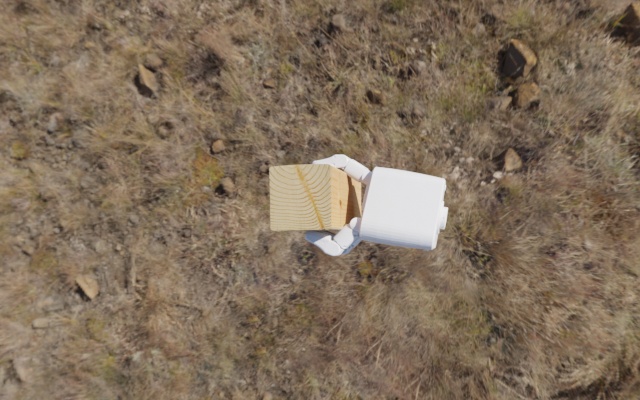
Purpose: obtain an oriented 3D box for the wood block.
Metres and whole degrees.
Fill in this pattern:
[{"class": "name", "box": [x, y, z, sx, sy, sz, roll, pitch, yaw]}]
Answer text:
[{"class": "wood block", "box": [0.000, 0.002, 0.742, 0.090, 0.091, 0.206, -2, -4, 16]}]
